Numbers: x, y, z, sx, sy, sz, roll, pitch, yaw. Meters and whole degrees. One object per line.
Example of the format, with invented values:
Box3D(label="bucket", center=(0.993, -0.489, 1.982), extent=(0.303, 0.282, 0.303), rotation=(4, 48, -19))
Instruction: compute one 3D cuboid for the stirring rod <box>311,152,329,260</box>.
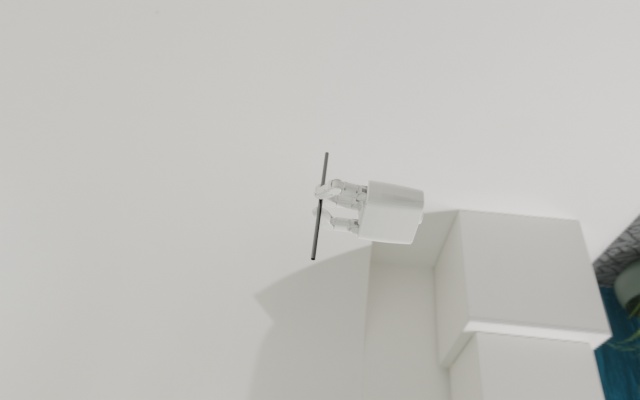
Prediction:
Box3D(label="stirring rod", center=(0.000, 0.003, 0.878), extent=(0.011, 0.239, 0.011), rotation=(5, -36, 4))
